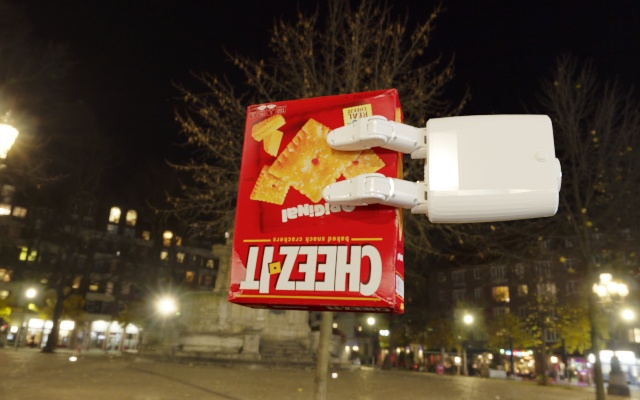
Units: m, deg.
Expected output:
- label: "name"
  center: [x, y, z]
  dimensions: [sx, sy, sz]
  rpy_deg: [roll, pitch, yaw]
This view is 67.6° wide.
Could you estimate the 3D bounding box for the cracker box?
- label: "cracker box"
  center: [0.000, 0.001, 0.486]
  dimensions: [0.164, 0.213, 0.072]
  rpy_deg: [-2, -18, 16]
